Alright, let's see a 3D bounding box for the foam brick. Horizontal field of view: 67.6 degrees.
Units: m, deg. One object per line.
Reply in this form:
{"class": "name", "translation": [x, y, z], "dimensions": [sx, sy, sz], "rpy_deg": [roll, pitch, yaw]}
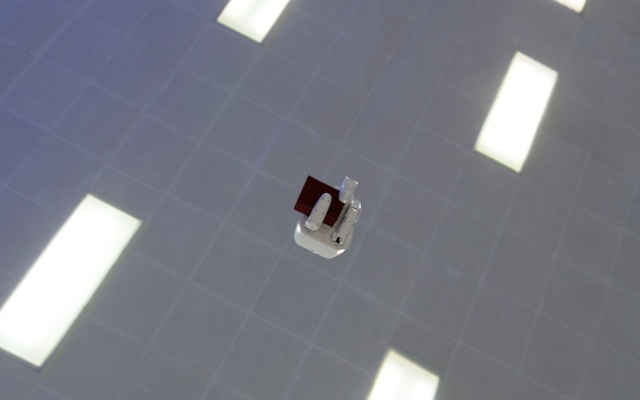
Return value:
{"class": "foam brick", "translation": [0.000, 0.002, 0.820], "dimensions": [0.078, 0.053, 0.051], "rpy_deg": [26, -20, -2]}
